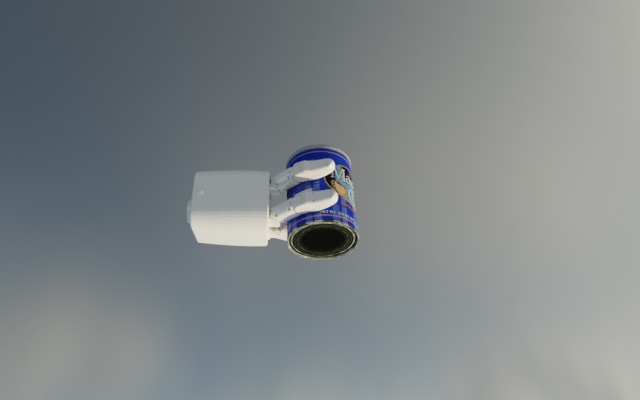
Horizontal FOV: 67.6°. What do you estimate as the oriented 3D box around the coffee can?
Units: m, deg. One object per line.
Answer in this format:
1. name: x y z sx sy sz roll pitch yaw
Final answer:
1. coffee can: 0.000 0.002 0.711 0.103 0.140 0.103 -2 -36 -2
